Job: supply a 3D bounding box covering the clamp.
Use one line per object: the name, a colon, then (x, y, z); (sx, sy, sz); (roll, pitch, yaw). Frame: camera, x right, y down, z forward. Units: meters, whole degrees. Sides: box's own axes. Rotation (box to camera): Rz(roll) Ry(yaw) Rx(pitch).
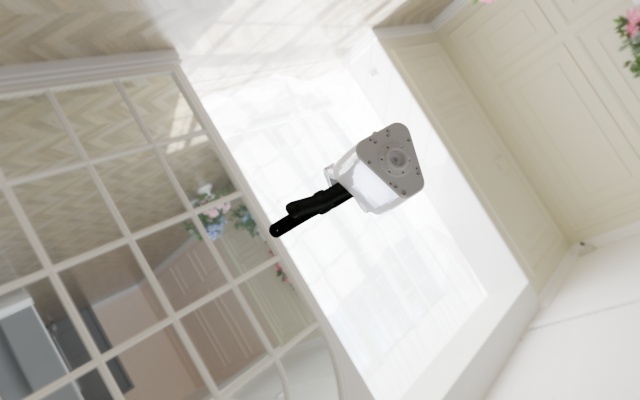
clamp: (0.001, 0.003, 0.756); (0.171, 0.039, 0.120); (-30, -3, -18)
